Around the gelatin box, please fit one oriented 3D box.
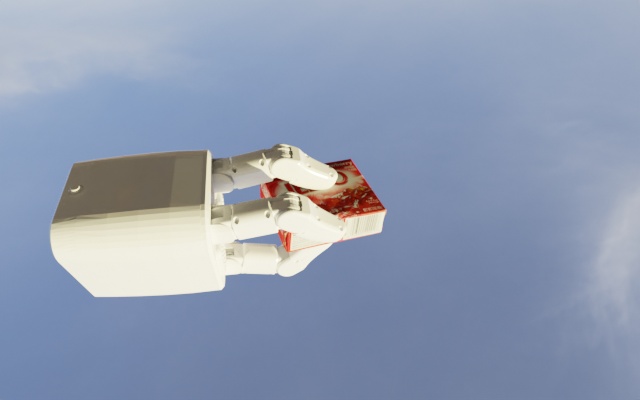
[{"bbox_3d":[0.000,0.002,0.408,0.089,0.030,0.073,-10,44,-20],"label":"gelatin box"}]
